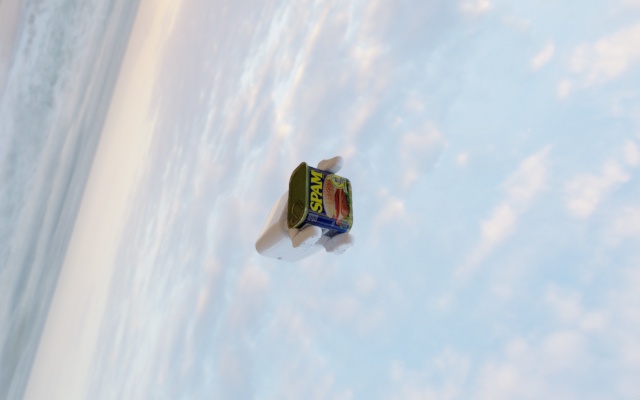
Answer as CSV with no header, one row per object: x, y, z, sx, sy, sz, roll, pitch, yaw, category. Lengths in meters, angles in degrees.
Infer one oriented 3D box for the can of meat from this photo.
0.000,0.002,0.722,0.084,0.102,0.057,17,-34,-26,can of meat
